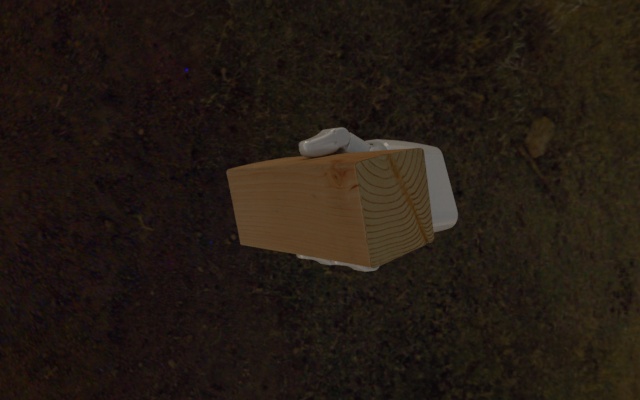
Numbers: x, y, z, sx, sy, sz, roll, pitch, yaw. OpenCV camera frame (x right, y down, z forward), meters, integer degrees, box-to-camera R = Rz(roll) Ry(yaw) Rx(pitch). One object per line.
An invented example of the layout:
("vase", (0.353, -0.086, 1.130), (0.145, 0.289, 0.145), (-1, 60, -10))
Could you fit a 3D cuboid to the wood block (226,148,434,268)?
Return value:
("wood block", (0.000, 0.001, 0.487), (0.090, 0.091, 0.206), (-16, 11, -39))
